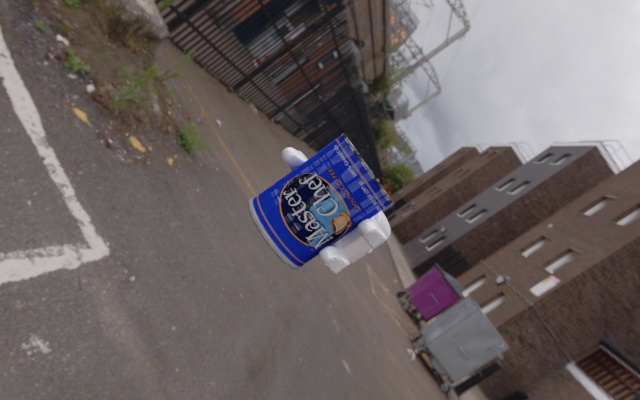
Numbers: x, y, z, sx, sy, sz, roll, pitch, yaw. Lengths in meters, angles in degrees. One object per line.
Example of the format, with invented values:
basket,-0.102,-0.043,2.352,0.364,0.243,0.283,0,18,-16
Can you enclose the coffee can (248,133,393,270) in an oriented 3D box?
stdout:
coffee can,0.000,0.002,0.571,0.140,0.103,0.103,-35,-5,6
